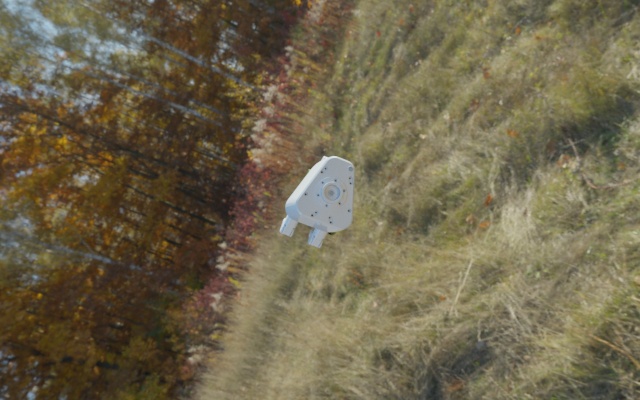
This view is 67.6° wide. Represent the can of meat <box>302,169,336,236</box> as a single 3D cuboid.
[{"bbox_3d":[0.000,0.003,0.869,0.084,0.102,0.057,21,-4,-9],"label":"can of meat"}]
